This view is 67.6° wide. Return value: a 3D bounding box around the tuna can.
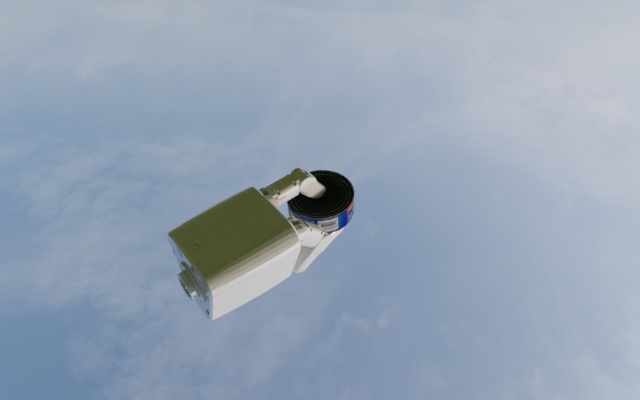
[{"bbox_3d":[0.000,0.002,0.605,0.086,0.086,0.034,0,-44,4],"label":"tuna can"}]
